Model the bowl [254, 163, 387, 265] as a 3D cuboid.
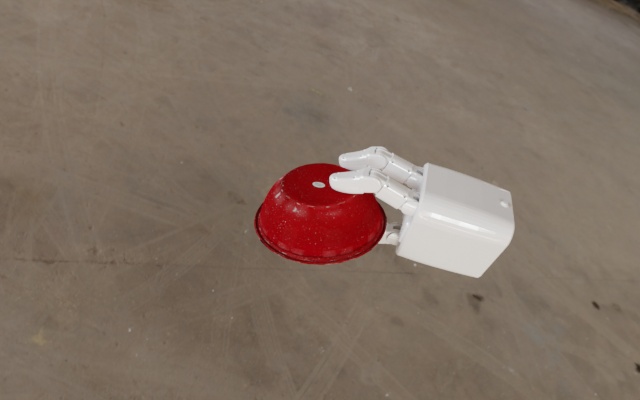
[{"bbox_3d":[-0.001,0.002,0.569,0.162,0.055,0.162,0,36,0],"label":"bowl"}]
